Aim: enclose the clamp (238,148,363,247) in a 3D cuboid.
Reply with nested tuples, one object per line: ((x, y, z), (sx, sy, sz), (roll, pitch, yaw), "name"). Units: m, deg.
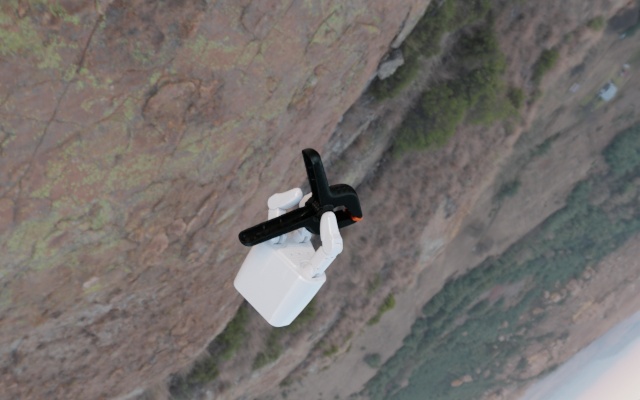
((0.001, 0.003, 0.687), (0.210, 0.165, 0.036), (4, 40, -48), "clamp")
